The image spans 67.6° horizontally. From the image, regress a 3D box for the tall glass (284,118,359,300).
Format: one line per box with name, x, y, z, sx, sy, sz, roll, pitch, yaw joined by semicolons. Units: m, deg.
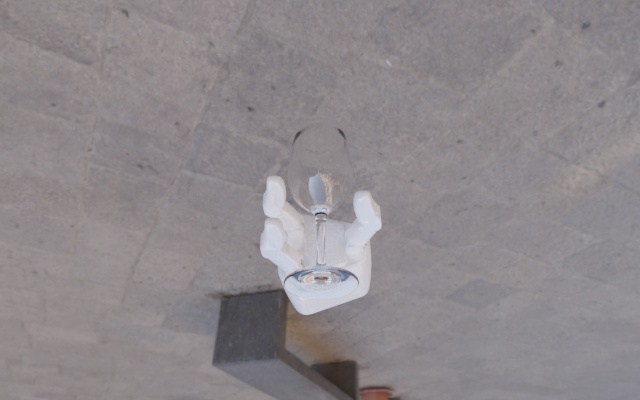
tall glass;0.000;0.002;0.526;0.079;0.201;0.079;0;-35;0
